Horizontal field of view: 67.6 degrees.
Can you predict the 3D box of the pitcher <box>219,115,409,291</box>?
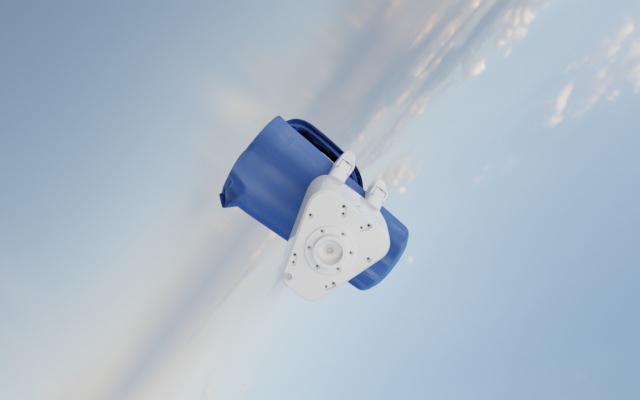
[{"bbox_3d":[0.000,0.002,0.647,0.243,0.149,0.145,38,7,-4],"label":"pitcher"}]
